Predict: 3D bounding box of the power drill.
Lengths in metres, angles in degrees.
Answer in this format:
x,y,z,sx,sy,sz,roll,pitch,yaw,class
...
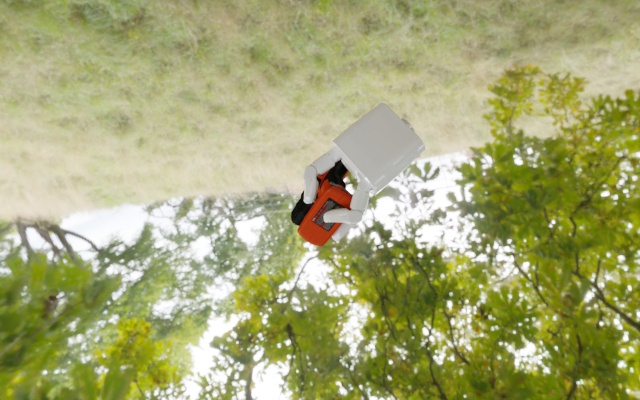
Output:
x,y,z,sx,sy,sz,roll,pitch,yaw,class
0.000,0.003,0.845,0.057,0.184,0.187,30,21,-13,power drill
